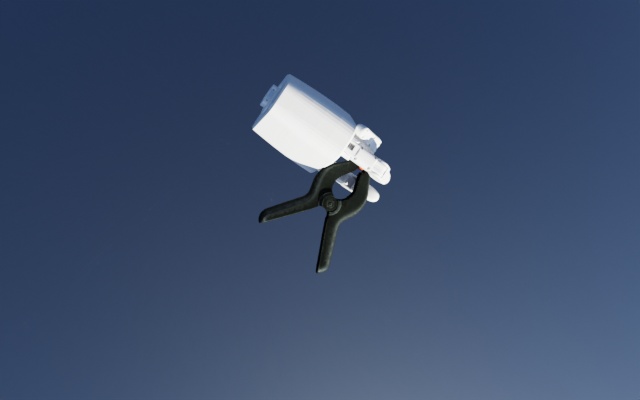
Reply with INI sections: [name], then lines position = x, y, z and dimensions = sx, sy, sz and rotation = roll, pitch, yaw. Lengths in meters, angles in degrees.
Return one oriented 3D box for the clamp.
[clamp]
position = 0.000, 0.002, 0.656
dimensions = 0.120, 0.171, 0.039
rotation = 34, -2, -15
